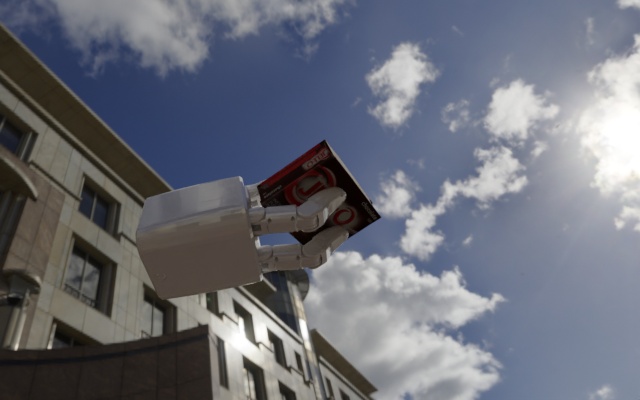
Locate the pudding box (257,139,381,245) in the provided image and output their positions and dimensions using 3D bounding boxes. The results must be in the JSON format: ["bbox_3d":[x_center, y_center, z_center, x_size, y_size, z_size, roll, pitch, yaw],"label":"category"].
[{"bbox_3d":[0.000,0.002,0.517,0.090,0.039,0.113,-33,-48,10],"label":"pudding box"}]
